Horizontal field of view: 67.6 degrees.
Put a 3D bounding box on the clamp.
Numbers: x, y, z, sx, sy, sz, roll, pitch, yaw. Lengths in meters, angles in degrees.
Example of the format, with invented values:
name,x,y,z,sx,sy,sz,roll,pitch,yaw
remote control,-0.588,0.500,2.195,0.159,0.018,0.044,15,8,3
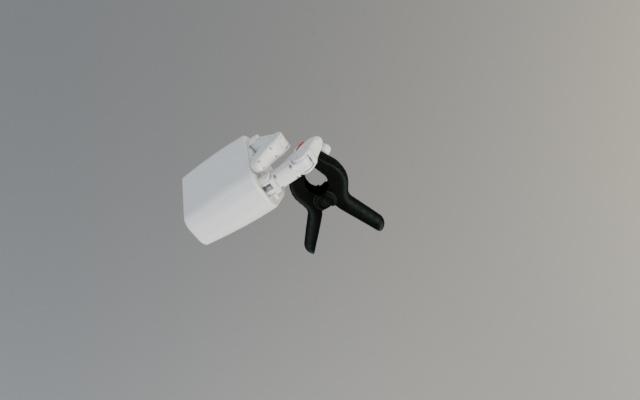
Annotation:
name,x,y,z,sx,sy,sz,roll,pitch,yaw
clamp,0.000,0.002,0.656,0.120,0.171,0.039,-31,27,10
